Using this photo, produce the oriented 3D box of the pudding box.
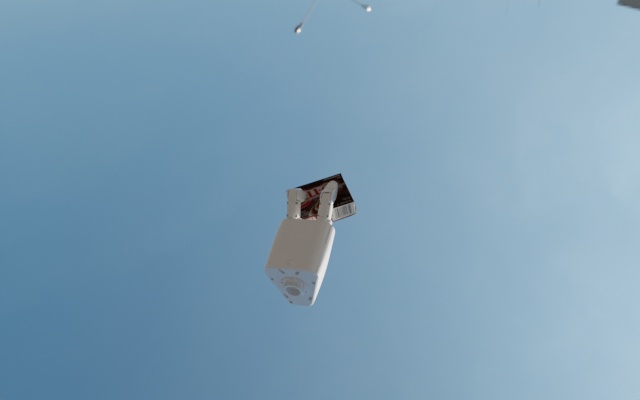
[{"bbox_3d":[0.000,0.003,0.885,0.113,0.039,0.090,-16,42,-5],"label":"pudding box"}]
